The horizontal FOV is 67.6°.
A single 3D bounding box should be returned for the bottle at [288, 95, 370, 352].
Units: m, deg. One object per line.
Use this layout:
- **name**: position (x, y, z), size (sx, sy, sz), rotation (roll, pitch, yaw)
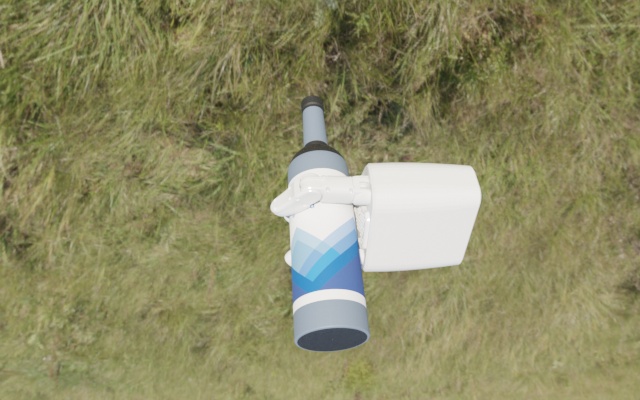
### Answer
- **bottle**: position (0.000, 0.002, 0.501), size (0.069, 0.295, 0.069), rotation (-3, -34, -2)
